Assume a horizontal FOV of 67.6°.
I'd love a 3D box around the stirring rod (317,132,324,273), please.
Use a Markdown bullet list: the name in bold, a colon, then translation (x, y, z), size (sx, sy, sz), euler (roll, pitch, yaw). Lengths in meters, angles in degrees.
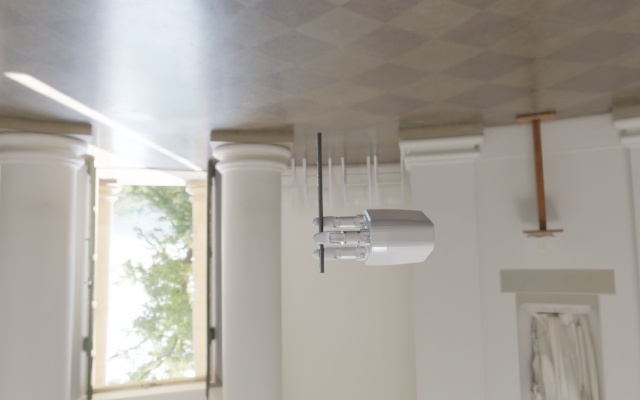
- **stirring rod**: translation (0.000, 0.003, 0.818), size (0.011, 0.239, 0.011), euler (-1, -5, 0)
